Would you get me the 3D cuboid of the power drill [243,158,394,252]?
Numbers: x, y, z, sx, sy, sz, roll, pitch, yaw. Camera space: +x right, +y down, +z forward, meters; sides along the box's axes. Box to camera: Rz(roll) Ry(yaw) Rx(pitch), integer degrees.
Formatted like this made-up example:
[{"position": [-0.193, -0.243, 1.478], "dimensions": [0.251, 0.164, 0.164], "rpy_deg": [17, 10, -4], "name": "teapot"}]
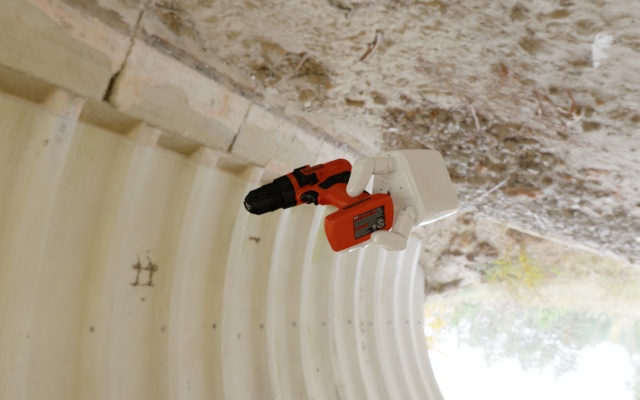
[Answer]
[{"position": [0.001, 0.002, 0.687], "dimensions": [0.184, 0.057, 0.187], "rpy_deg": [-22, 32, -21], "name": "power drill"}]
